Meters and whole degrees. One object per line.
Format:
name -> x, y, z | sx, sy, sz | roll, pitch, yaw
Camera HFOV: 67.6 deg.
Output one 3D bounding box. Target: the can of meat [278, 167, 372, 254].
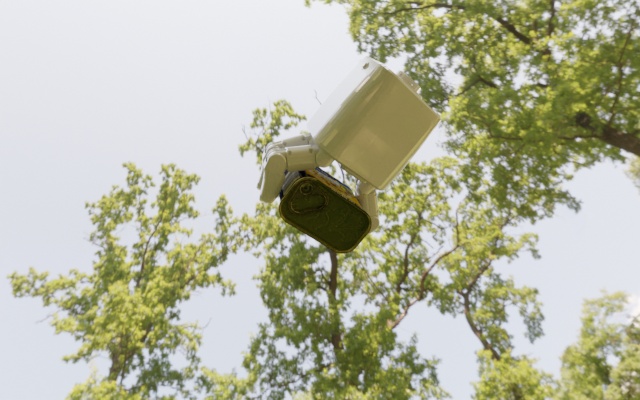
can of meat -> 0.000, 0.002, 0.543 | 0.102, 0.057, 0.084 | 33, 15, -20
